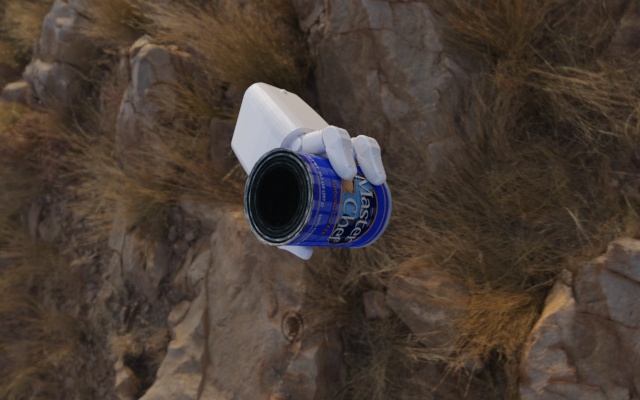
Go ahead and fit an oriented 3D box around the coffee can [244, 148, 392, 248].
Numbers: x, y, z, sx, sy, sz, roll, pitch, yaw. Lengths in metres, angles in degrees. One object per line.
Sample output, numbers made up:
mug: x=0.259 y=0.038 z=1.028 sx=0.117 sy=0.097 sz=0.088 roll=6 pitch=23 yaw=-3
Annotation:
coffee can: x=0.000 y=0.002 z=0.541 sx=0.103 sy=0.103 sz=0.140 roll=0 pitch=-5 yaw=41
